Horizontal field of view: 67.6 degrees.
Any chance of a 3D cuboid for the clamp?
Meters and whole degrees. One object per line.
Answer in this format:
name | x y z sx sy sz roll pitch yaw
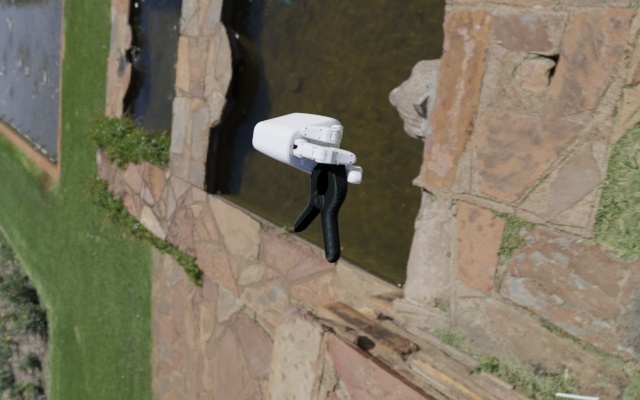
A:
clamp | 0.000 0.002 0.769 0.039 0.171 0.120 -3 17 -42
